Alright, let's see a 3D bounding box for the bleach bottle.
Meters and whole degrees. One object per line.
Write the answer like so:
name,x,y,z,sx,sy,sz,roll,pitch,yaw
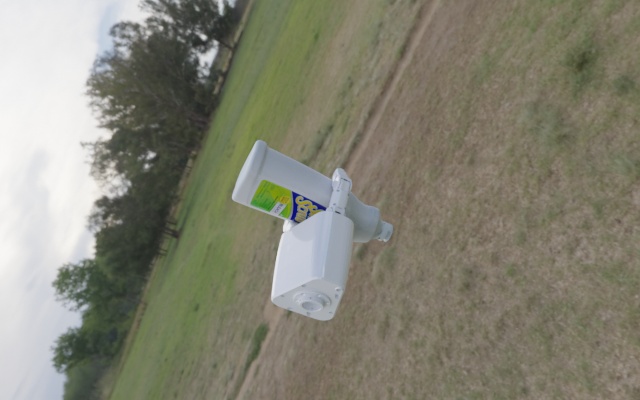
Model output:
bleach bottle,0.000,0.002,0.726,0.251,0.068,0.103,22,-42,-15
